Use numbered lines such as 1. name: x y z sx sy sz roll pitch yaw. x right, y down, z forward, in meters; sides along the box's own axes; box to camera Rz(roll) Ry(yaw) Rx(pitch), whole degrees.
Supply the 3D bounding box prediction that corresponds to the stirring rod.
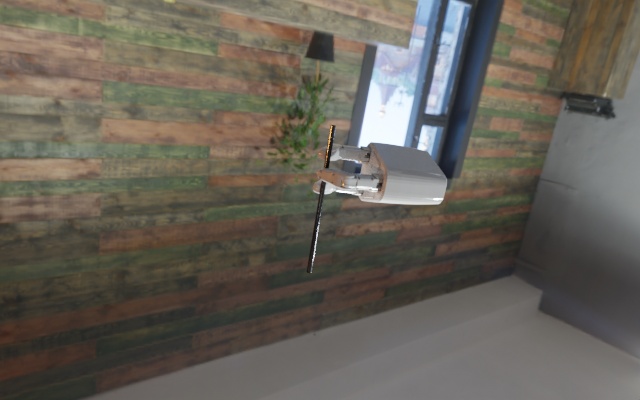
1. stirring rod: 0.000 0.002 0.741 0.011 0.239 0.011 9 17 -3
